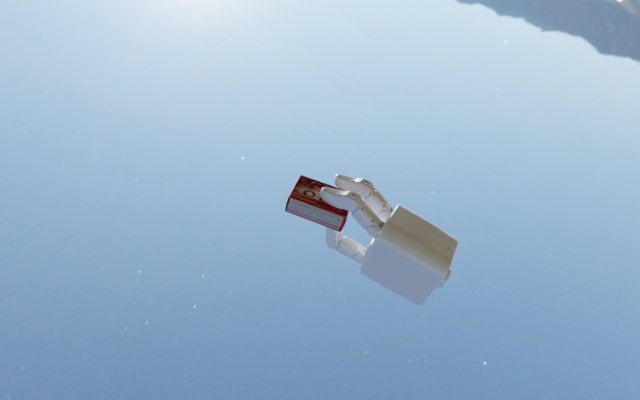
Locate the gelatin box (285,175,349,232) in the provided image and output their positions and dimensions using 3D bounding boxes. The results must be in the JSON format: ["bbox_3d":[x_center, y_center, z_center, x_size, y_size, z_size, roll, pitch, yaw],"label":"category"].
[{"bbox_3d":[0.000,0.003,0.705,0.089,0.030,0.073,20,31,2],"label":"gelatin box"}]
